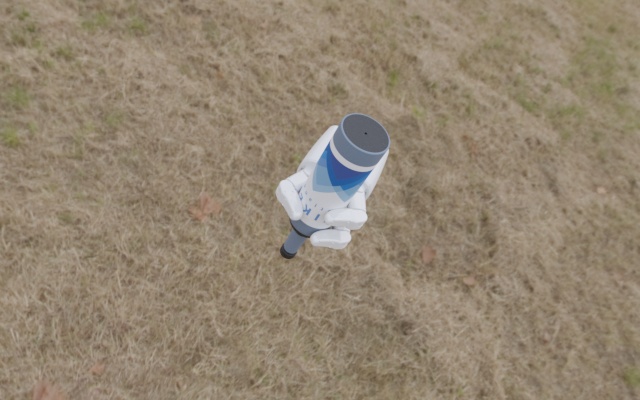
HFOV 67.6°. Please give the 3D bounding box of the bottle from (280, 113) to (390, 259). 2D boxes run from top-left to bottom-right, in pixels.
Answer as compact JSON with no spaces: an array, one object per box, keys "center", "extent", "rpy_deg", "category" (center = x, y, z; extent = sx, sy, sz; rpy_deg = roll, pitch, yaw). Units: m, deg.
[{"center":[0.000,0.002,0.683],"extent":[0.069,0.069,0.296],"rpy_deg":[0,-35,-27],"category":"bottle"}]
